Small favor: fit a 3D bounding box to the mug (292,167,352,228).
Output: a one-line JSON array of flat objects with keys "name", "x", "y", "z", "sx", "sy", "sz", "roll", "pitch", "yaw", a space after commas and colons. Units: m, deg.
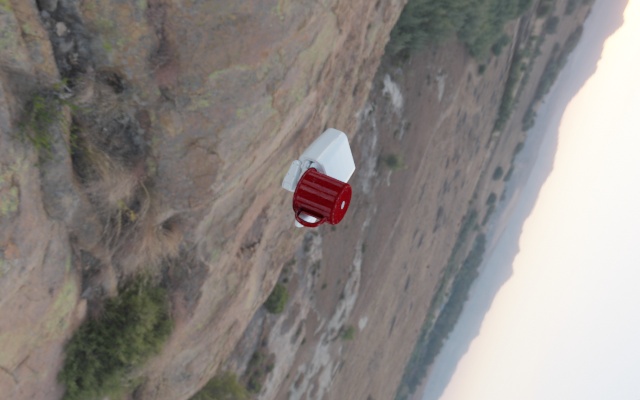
[{"name": "mug", "x": 0.000, "y": 0.004, "z": 0.874, "sx": 0.081, "sy": 0.093, "sz": 0.117, "roll": 22, "pitch": 53, "yaw": 20}]
